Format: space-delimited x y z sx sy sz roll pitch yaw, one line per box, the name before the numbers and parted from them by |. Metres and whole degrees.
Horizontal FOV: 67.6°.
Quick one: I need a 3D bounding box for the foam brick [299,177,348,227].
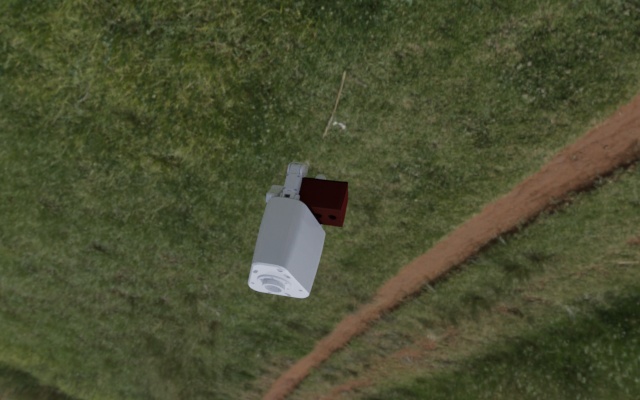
foam brick | 0.000 0.002 0.718 0.078 0.051 0.053 7 -33 10
